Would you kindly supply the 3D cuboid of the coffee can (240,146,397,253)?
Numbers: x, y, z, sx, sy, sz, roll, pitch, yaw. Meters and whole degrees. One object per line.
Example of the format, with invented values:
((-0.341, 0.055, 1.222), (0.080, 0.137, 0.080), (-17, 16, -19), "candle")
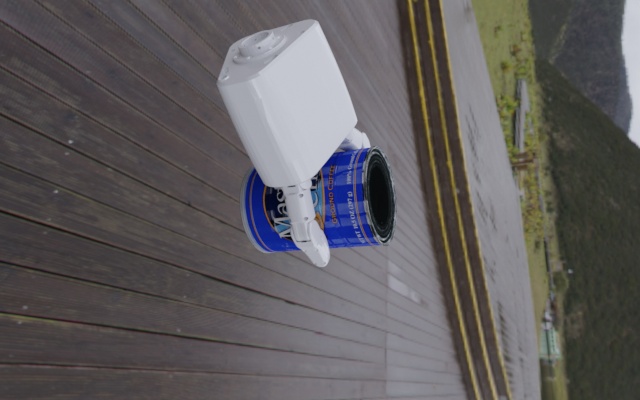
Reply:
((0.000, 0.002, 0.513), (0.140, 0.103, 0.103), (-6, -3, 24), "coffee can")
